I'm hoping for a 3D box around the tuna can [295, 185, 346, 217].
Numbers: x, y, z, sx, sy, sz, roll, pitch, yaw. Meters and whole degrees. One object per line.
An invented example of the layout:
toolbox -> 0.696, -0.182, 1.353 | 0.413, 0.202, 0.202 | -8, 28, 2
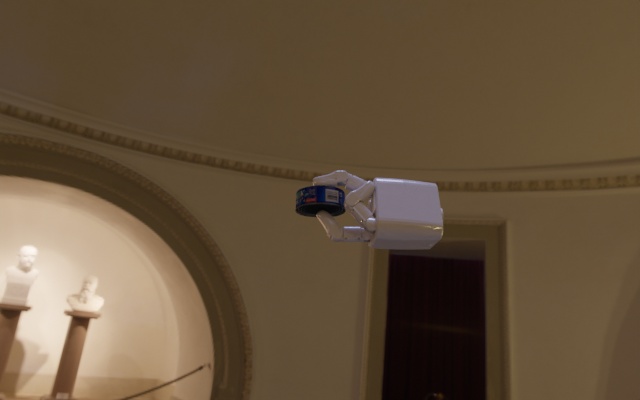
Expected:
tuna can -> 0.000, 0.002, 0.817 | 0.086, 0.033, 0.086 | 0, -17, 0
